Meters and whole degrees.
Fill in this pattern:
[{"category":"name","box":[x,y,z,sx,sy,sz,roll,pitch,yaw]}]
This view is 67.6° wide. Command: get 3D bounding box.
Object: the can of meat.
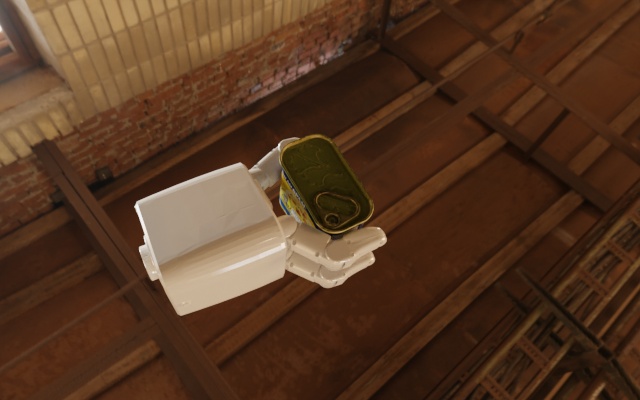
[{"category":"can of meat","box":[0.000,0.002,0.468,0.057,0.102,0.084,-24,-23,-19]}]
